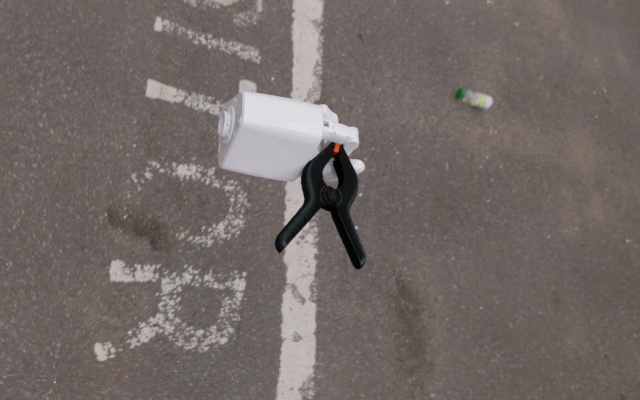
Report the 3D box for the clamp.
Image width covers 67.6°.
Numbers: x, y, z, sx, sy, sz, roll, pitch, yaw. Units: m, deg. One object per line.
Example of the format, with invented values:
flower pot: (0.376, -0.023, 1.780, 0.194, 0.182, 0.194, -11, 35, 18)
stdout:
clamp: (0.000, 0.002, 0.619, 0.120, 0.171, 0.039, 8, -22, -26)
